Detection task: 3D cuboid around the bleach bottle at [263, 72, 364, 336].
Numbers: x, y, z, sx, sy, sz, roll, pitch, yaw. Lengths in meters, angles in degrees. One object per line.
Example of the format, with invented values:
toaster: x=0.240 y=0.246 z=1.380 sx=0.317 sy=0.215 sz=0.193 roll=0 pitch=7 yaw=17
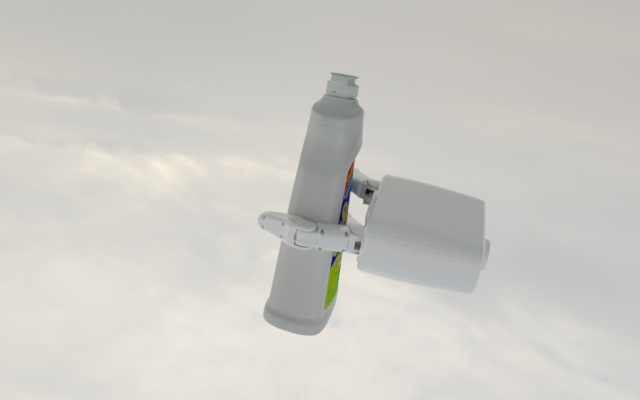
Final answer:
bleach bottle: x=0.000 y=0.002 z=0.480 sx=0.068 sy=0.251 sz=0.102 roll=14 pitch=19 yaw=11
